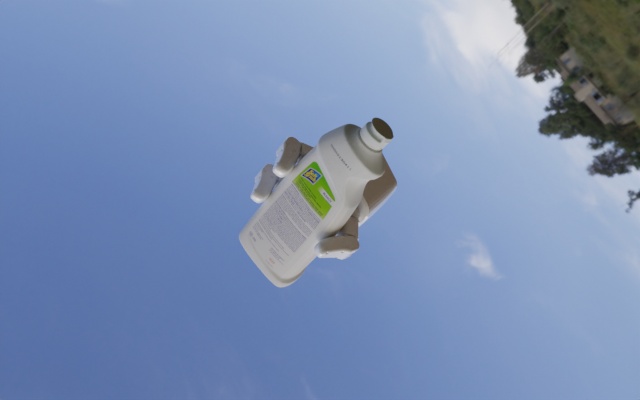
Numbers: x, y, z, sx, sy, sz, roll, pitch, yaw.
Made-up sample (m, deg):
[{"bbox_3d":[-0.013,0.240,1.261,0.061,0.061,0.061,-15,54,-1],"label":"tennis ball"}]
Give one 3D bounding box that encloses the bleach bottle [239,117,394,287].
[{"bbox_3d":[0.000,0.002,0.564,0.251,0.102,0.068,-45,-7,39],"label":"bleach bottle"}]
